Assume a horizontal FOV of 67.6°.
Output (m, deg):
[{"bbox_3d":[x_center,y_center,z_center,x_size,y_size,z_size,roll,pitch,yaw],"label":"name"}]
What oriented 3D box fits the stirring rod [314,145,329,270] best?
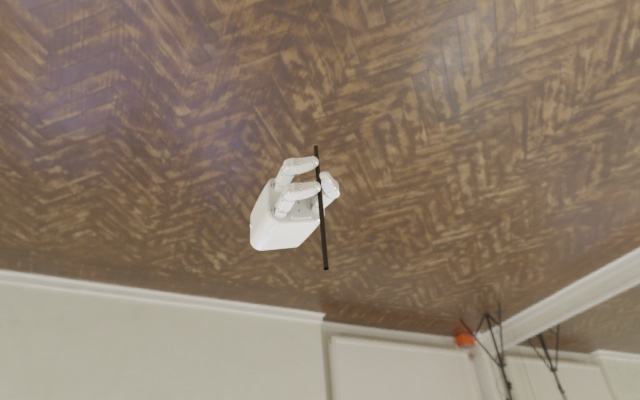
[{"bbox_3d":[0.000,0.002,0.759,0.011,0.239,0.011,-3,-37,-2],"label":"stirring rod"}]
